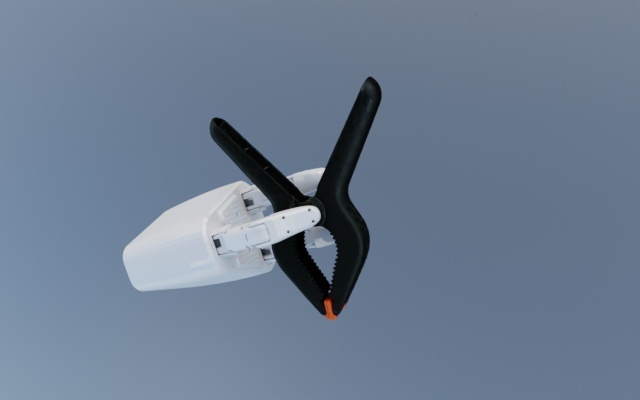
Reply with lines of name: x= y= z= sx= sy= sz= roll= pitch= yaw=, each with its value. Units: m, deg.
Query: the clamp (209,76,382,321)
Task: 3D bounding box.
clamp: x=0.000 y=0.002 z=0.426 sx=0.164 sy=0.210 sz=0.036 roll=-17 pitch=5 yaw=24
